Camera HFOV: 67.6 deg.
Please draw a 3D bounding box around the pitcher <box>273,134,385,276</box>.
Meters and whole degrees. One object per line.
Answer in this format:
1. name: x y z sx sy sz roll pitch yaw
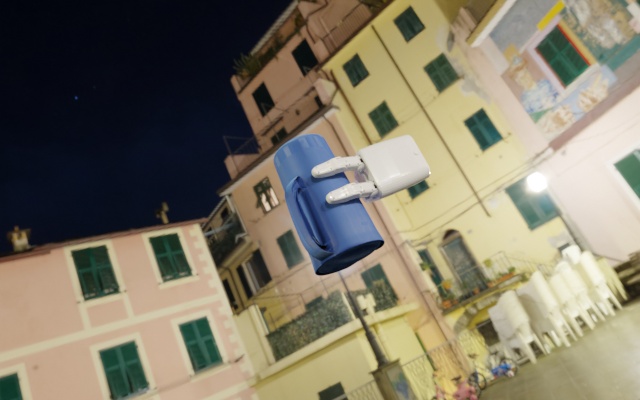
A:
1. pitcher: 0.000 0.003 0.857 0.145 0.242 0.149 -21 -20 -13
